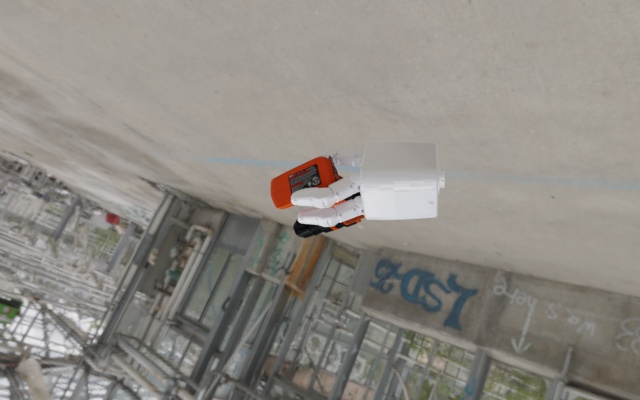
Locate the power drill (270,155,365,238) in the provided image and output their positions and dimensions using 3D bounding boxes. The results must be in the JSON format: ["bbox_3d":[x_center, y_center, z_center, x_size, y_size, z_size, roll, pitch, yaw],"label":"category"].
[{"bbox_3d":[0.000,0.002,0.777,0.184,0.057,0.188,-25,-25,21],"label":"power drill"}]
